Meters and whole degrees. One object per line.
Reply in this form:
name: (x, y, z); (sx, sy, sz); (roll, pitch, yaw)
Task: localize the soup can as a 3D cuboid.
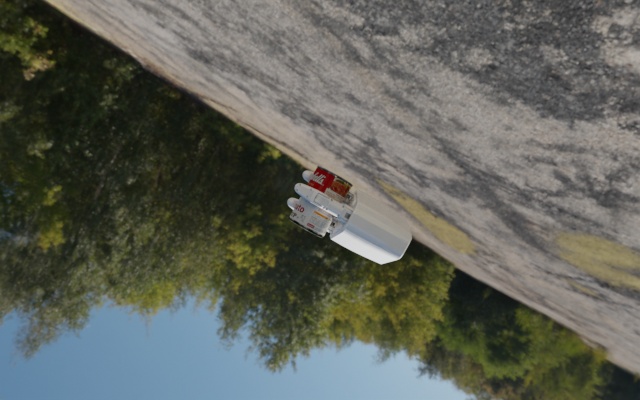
soup can: (0.000, 0.003, 0.797); (0.068, 0.102, 0.068); (29, -1, 0)
